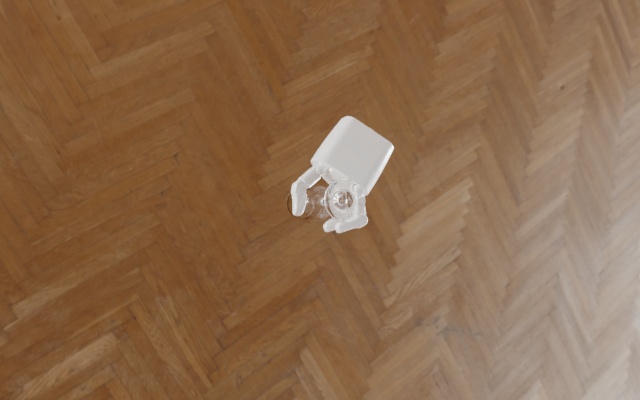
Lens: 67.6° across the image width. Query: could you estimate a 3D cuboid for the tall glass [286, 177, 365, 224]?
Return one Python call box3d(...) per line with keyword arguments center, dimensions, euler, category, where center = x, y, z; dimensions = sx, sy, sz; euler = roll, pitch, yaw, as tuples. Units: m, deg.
box3d(center=(0.000, 0.003, 0.862), dimensions=(0.079, 0.079, 0.201), euler=(0, -2, -24), category="tall glass")
